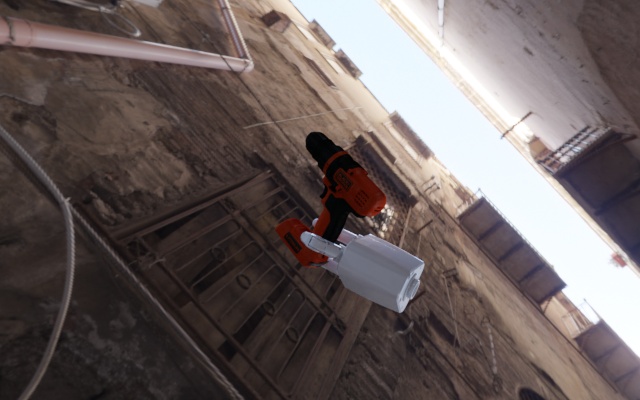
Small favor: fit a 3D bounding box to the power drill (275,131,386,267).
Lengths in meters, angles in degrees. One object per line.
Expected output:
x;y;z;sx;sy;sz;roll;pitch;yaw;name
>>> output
0.000;0.003;0.792;0.057;0.188;0.184;0;42;-49;power drill
